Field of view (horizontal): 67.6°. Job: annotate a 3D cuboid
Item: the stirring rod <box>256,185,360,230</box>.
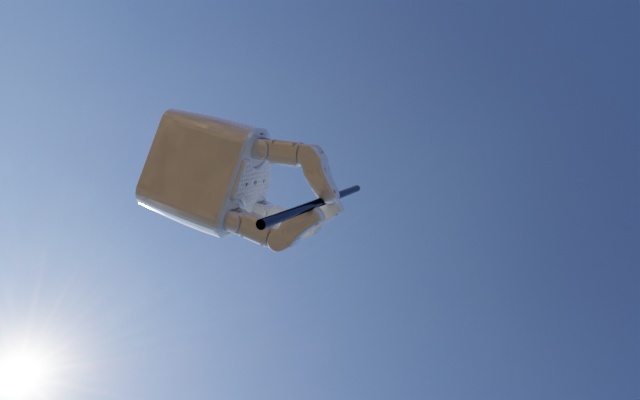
[{"bbox_3d":[0.000,0.001,0.451,0.011,0.011,0.239,0,8,21],"label":"stirring rod"}]
